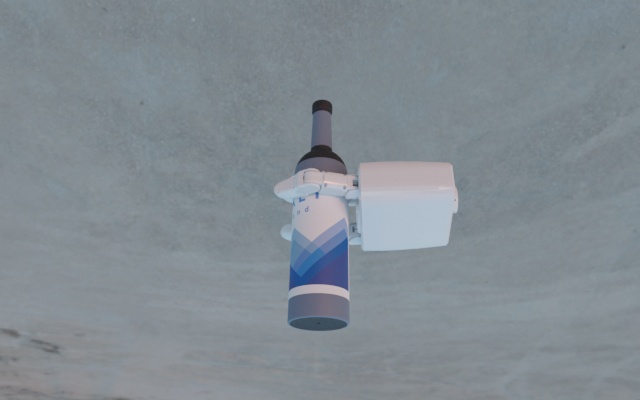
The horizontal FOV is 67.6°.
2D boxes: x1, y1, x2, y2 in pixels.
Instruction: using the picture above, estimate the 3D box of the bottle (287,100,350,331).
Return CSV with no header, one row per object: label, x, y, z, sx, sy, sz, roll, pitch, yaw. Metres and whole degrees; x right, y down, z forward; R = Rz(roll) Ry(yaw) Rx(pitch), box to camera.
bottle,0.000,0.002,0.577,0.069,0.295,0.069,1,-28,0
